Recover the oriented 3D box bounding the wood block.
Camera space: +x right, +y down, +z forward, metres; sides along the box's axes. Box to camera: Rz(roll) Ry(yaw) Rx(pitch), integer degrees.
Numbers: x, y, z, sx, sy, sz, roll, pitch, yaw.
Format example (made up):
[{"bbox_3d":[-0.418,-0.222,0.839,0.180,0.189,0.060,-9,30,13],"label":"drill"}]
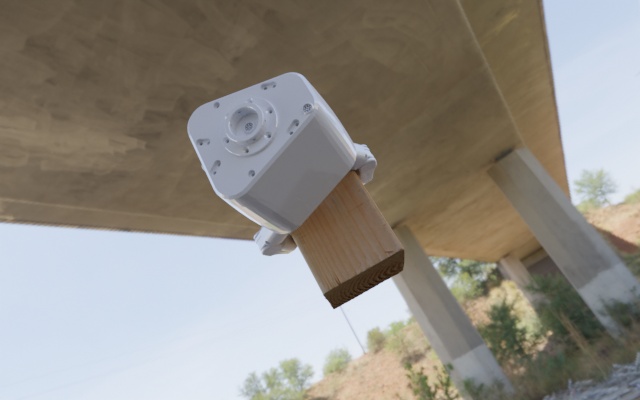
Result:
[{"bbox_3d":[0.000,0.001,0.527,0.091,0.206,0.090,-28,-24,-3],"label":"wood block"}]
